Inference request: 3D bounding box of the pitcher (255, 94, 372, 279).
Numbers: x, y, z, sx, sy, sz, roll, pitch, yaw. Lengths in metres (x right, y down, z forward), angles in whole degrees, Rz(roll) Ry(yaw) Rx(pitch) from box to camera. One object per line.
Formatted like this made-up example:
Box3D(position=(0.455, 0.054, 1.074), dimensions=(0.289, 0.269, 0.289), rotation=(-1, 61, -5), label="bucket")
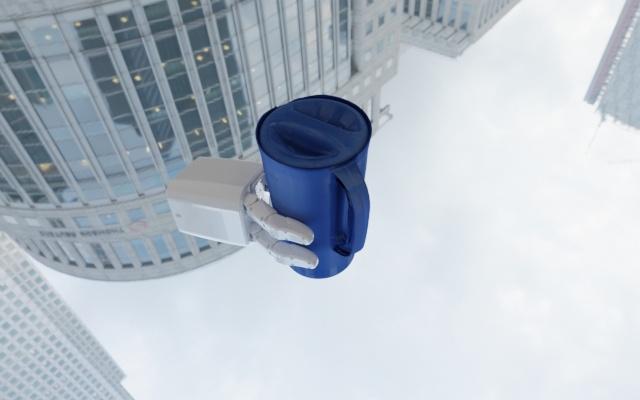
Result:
Box3D(position=(0.000, 0.002, 0.619), dimensions=(0.145, 0.149, 0.243), rotation=(9, -42, 11), label="pitcher")
